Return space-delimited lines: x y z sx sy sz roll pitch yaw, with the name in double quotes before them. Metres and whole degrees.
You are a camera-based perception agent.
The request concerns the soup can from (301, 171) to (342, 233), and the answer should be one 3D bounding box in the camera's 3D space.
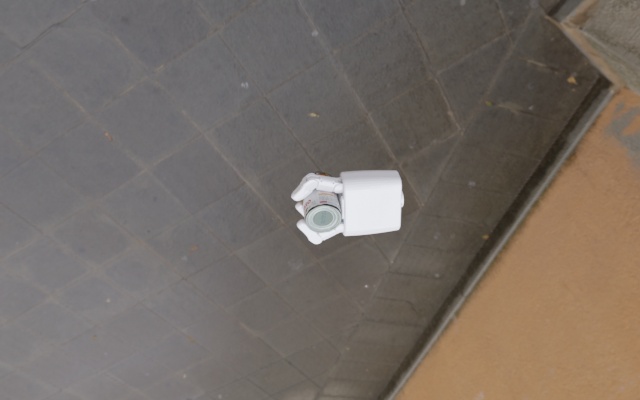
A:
"soup can" 0.000 0.003 0.877 0.068 0.069 0.102 0 38 -8
